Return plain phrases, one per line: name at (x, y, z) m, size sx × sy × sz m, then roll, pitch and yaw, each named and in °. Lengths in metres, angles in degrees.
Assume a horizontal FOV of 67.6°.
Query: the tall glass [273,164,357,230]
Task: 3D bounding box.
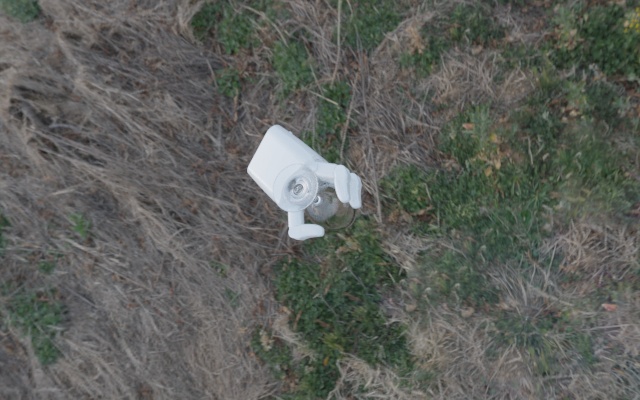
tall glass at (0.000, 0.003, 0.794) m, size 0.079 × 0.079 × 0.201 m, roll 0°, pitch -13°, yaw 23°
